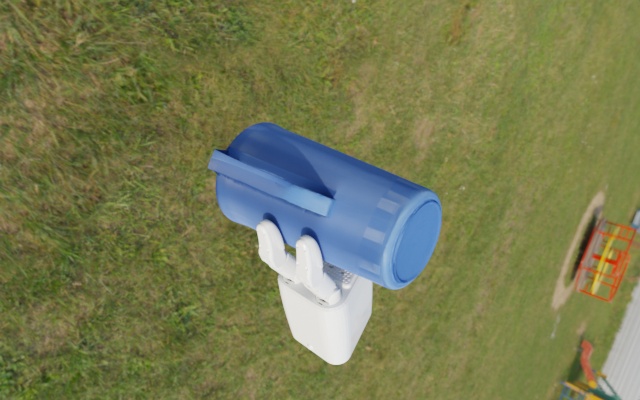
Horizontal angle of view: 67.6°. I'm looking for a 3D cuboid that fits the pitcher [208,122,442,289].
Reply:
[{"bbox_3d":[0.000,0.002,0.532,0.242,0.145,0.149,23,46,35],"label":"pitcher"}]
